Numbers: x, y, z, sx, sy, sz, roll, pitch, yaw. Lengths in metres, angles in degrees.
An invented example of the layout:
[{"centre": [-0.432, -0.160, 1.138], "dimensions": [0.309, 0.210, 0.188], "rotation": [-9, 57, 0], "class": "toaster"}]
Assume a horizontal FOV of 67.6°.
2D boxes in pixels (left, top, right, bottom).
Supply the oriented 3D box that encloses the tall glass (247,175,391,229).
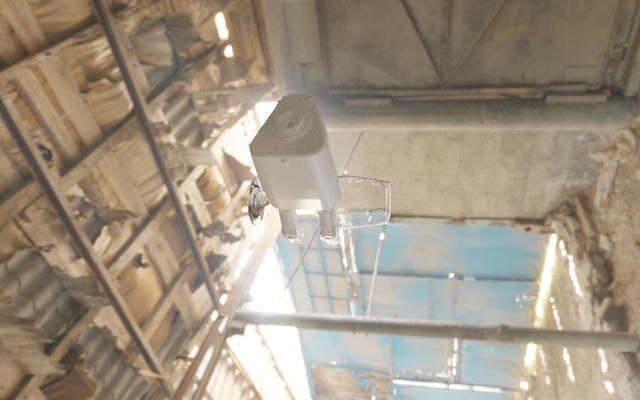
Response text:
[{"centre": [-0.001, 0.002, 0.698], "dimensions": [0.201, 0.079, 0.079], "rotation": [1, 0, 13], "class": "tall glass"}]
